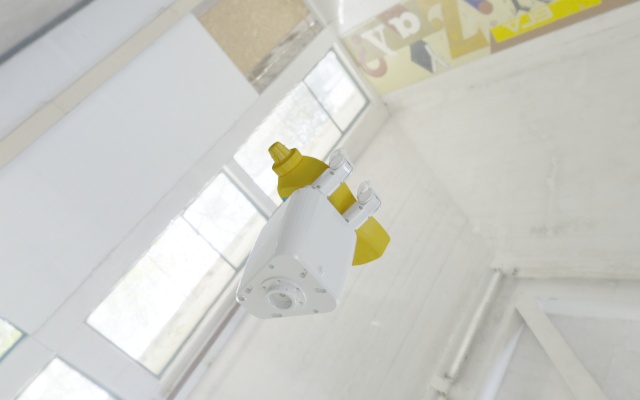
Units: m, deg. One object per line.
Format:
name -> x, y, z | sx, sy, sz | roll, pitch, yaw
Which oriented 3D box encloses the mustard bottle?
mustard bottle -> 0.000, 0.002, 0.609 | 0.096, 0.192, 0.058 | -12, 36, 50
